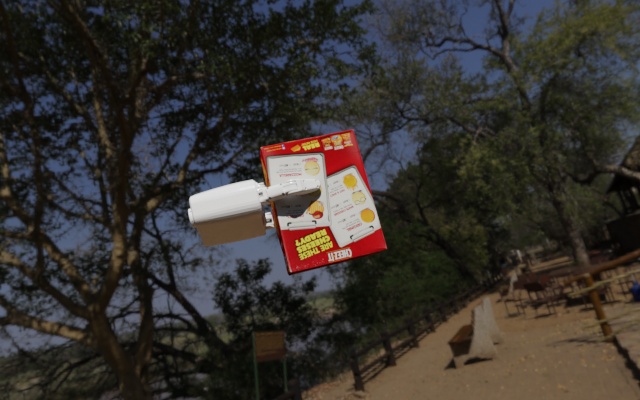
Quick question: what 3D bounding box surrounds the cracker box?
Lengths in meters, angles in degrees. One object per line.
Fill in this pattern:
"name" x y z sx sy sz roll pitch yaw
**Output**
"cracker box" 0.000 0.002 0.806 0.164 0.213 0.072 -13 -11 -10
